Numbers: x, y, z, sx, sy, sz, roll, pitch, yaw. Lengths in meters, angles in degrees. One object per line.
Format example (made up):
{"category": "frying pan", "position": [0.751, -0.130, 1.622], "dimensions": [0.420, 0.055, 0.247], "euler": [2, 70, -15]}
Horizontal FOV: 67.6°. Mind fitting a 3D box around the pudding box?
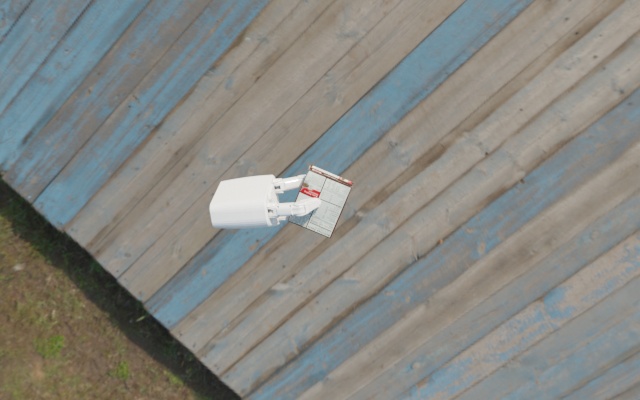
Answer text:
{"category": "pudding box", "position": [0.000, 0.003, 0.890], "dimensions": [0.090, 0.113, 0.039], "euler": [22, 18, -1]}
